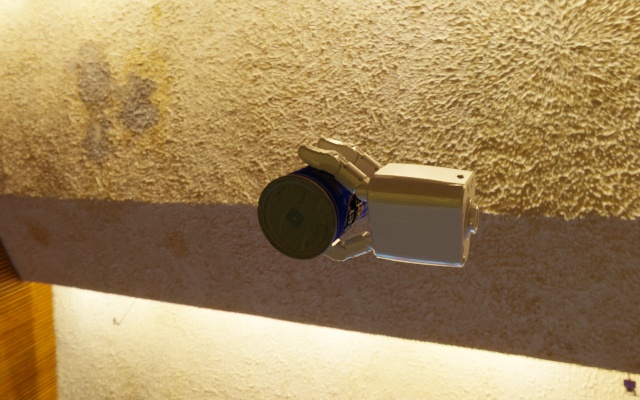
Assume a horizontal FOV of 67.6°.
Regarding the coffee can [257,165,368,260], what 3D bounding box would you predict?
[{"bbox_3d":[0.000,0.002,0.610,0.103,0.103,0.140,0,16,27],"label":"coffee can"}]
